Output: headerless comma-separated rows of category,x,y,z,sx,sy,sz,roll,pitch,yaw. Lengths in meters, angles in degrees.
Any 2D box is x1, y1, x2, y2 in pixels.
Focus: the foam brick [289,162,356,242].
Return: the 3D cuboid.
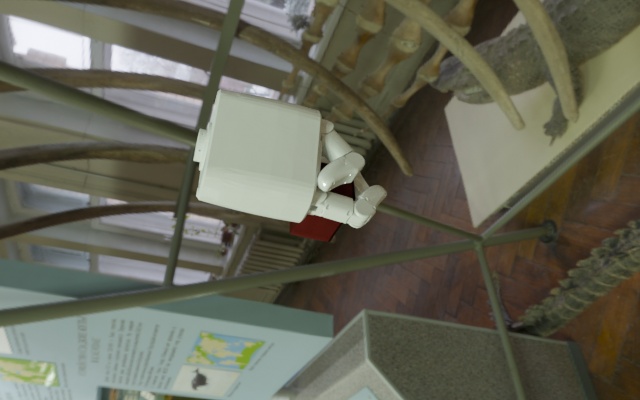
foam brick,0.000,0.002,0.536,0.051,0.053,0.078,11,-40,-17
